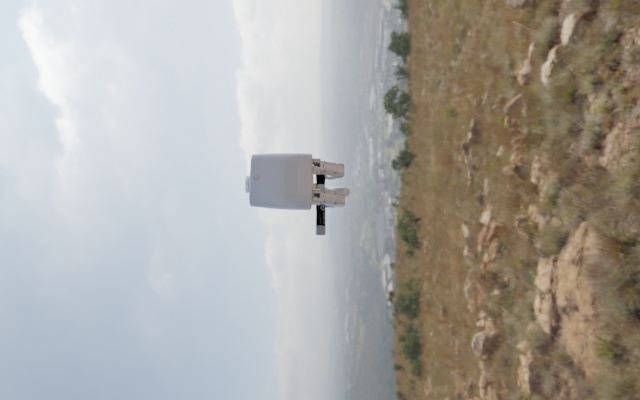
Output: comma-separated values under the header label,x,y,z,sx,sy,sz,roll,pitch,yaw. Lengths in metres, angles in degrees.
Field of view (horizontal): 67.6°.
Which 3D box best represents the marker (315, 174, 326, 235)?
label,x,y,z,sx,sy,sz,roll,pitch,yaw
marker,0.000,0.003,0.879,0.020,0.121,0.020,0,-12,0
